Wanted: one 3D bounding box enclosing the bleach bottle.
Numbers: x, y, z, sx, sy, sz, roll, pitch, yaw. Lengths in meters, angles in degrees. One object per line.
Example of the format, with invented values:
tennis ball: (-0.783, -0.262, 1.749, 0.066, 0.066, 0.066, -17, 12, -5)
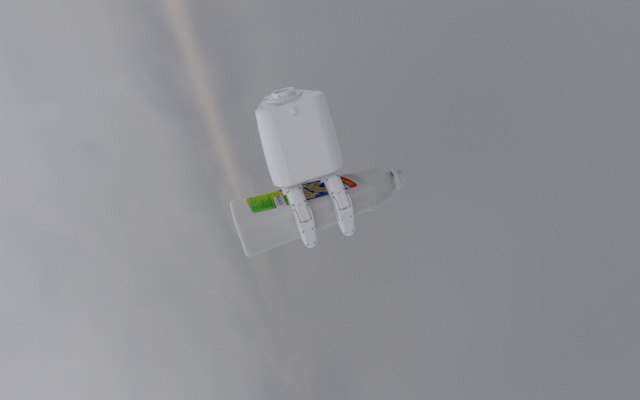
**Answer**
bleach bottle: (0.000, 0.002, 0.696, 0.251, 0.068, 0.102, -19, 24, -9)
